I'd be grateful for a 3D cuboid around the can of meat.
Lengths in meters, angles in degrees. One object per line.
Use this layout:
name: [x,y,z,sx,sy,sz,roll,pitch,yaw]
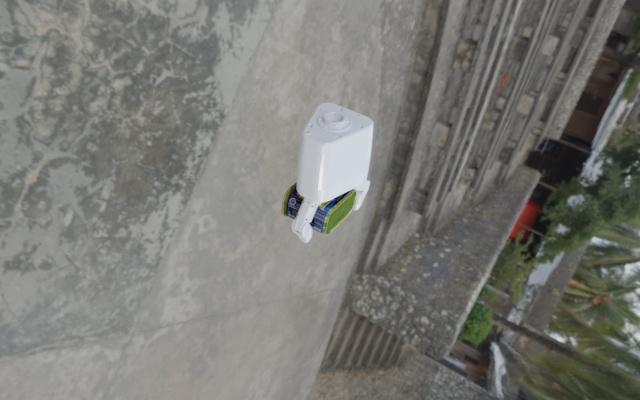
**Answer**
can of meat: [0.000,0.003,0.782,0.084,0.057,0.102,26,42,22]
